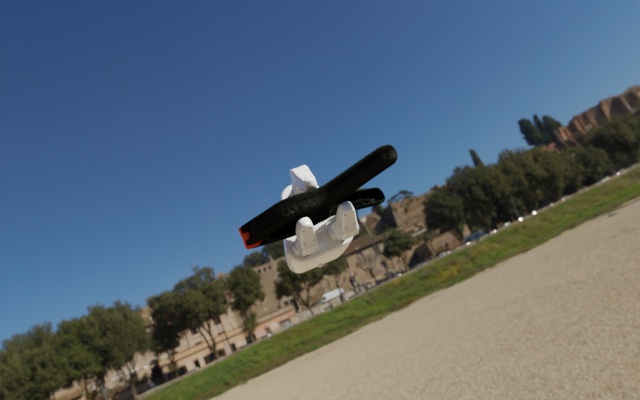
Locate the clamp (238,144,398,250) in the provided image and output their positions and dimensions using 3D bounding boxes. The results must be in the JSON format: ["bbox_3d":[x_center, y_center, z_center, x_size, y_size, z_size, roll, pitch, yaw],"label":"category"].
[{"bbox_3d":[-0.001,0.002,0.591,0.210,0.036,0.165,-22,-19,-12],"label":"clamp"}]
